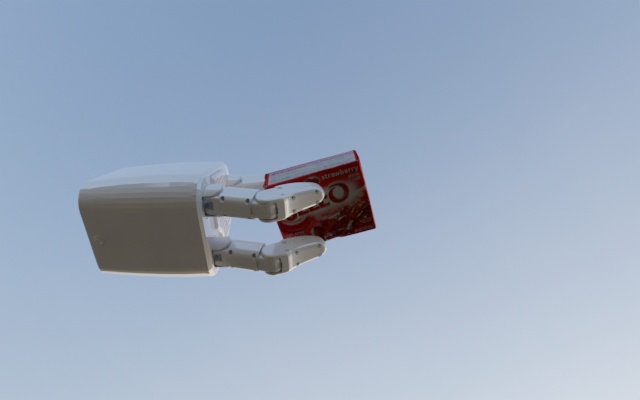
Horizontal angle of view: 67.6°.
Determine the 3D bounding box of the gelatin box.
[{"bbox_3d":[0.000,0.001,0.441,0.089,0.073,0.030,-15,28,4],"label":"gelatin box"}]
